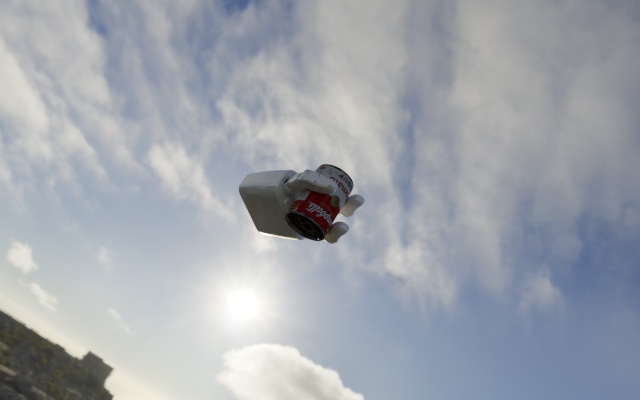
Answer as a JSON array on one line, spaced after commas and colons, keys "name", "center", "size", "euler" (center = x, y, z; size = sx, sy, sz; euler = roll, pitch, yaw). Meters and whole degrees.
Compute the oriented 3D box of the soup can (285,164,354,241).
[{"name": "soup can", "center": [0.001, 0.002, 0.735], "size": [0.068, 0.102, 0.068], "euler": [25, -29, 15]}]
